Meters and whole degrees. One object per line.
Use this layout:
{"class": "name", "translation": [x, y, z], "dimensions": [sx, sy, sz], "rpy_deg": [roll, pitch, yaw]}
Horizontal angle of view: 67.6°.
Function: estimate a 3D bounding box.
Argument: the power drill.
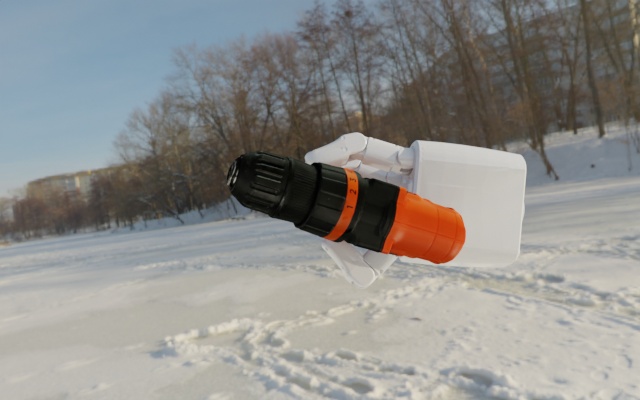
{"class": "power drill", "translation": [0.000, 0.001, 0.406], "dimensions": [0.184, 0.057, 0.187], "rpy_deg": [19, 0, -20]}
